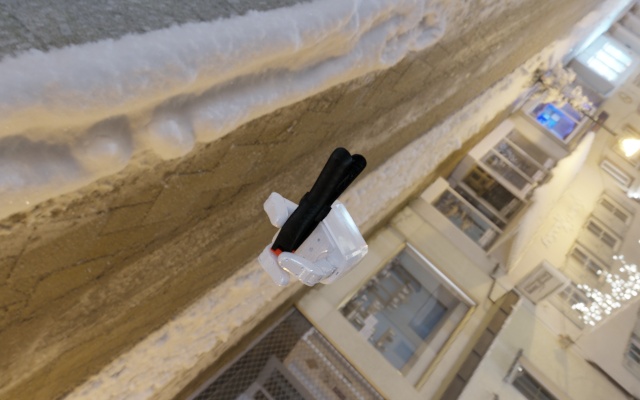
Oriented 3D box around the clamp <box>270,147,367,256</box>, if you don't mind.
[{"bbox_3d":[0.000,0.003,0.611,0.039,0.171,0.120,43,20,16],"label":"clamp"}]
